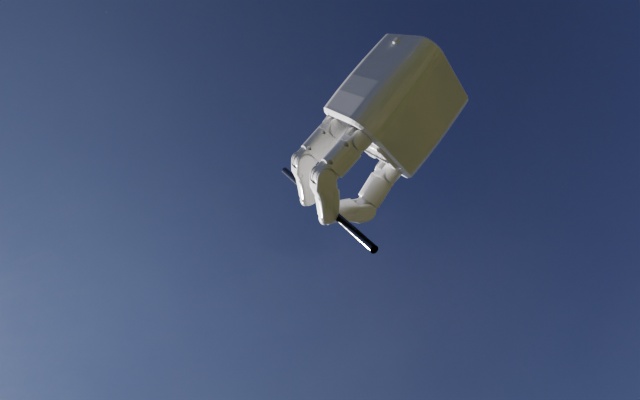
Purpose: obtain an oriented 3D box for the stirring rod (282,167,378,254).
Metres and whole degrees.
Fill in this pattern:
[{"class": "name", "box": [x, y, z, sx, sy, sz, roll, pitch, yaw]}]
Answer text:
[{"class": "stirring rod", "box": [0.000, 0.002, 0.514, 0.011, 0.011, 0.239, 0, 20, -24]}]
